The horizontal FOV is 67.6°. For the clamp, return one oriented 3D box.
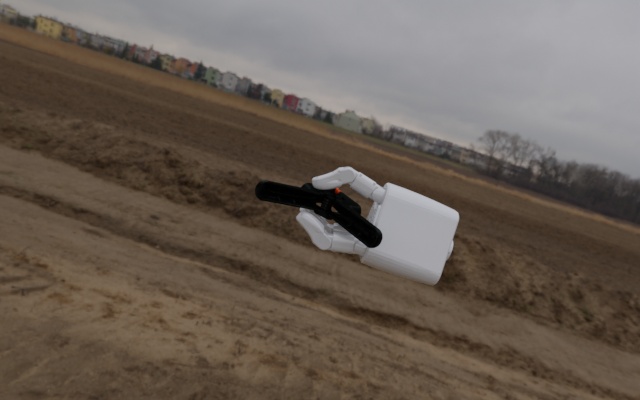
[{"bbox_3d":[0.001,0.001,0.658,0.164,0.036,0.210,23,10,-2],"label":"clamp"}]
